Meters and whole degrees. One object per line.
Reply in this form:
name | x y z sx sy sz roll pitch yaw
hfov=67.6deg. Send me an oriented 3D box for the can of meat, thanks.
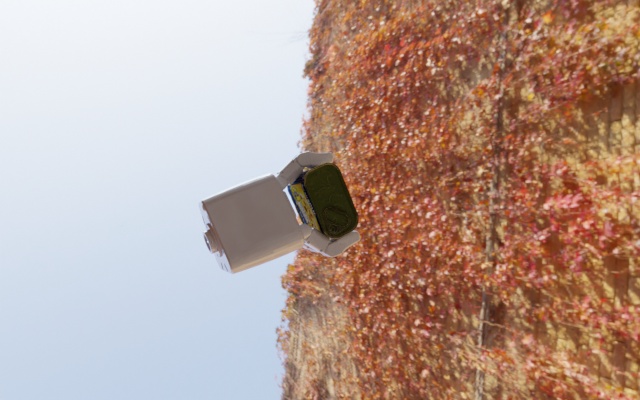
can of meat | 0.000 0.002 0.688 0.057 0.102 0.084 -25 7 -22
